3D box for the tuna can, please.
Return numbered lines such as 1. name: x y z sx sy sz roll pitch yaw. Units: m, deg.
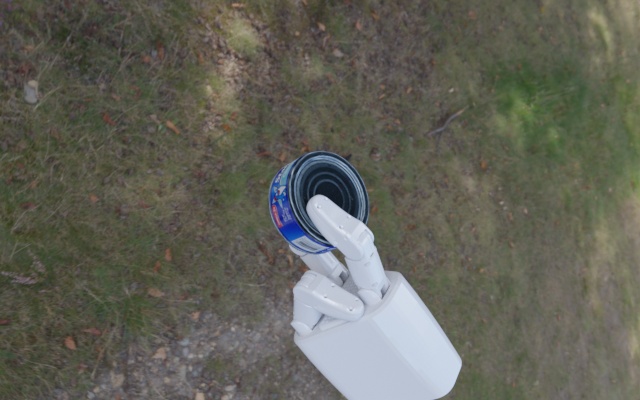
1. tuna can: 0.000 0.001 0.411 0.086 0.086 0.034 0 -16 -36
